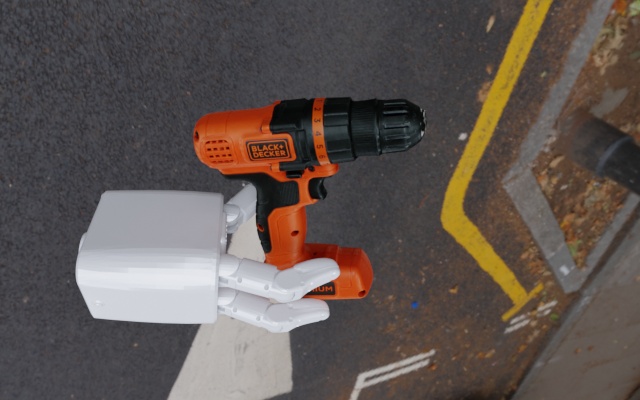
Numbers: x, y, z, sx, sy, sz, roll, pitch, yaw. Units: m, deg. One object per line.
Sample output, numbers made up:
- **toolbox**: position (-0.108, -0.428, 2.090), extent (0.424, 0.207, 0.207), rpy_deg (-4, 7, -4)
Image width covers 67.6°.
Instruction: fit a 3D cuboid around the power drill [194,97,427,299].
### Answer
- **power drill**: position (0.000, 0.002, 0.414), extent (0.184, 0.188, 0.057), rpy_deg (-2, 33, 13)
